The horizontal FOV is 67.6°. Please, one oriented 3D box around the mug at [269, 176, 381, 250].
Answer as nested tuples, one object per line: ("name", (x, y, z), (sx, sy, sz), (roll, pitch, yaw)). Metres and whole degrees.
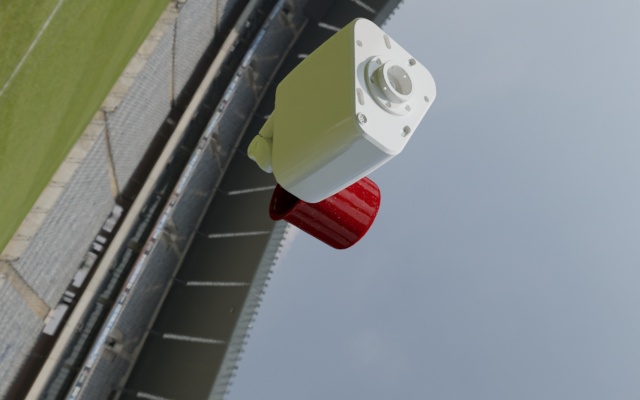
("mug", (-0.001, 0.002, 0.498), (0.081, 0.093, 0.117), (32, -33, -22))
